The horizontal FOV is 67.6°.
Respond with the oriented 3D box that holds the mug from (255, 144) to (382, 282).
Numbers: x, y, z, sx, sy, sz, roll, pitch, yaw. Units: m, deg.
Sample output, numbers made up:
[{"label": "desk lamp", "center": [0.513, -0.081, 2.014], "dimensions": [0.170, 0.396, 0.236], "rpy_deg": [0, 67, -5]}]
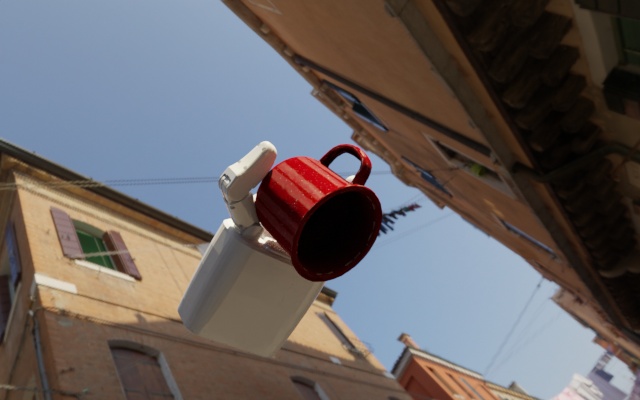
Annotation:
[{"label": "mug", "center": [0.001, 0.000, 0.425], "dimensions": [0.093, 0.117, 0.081], "rpy_deg": [24, 11, -44]}]
